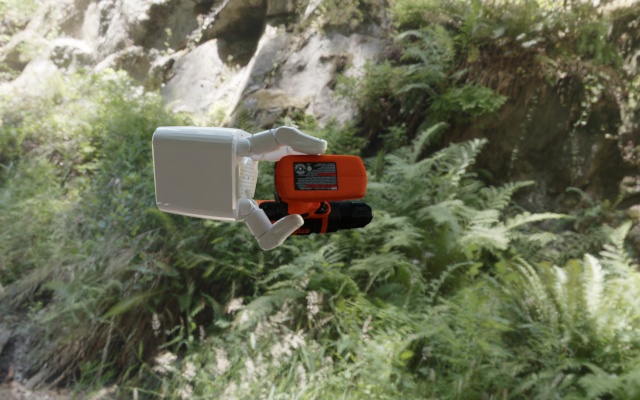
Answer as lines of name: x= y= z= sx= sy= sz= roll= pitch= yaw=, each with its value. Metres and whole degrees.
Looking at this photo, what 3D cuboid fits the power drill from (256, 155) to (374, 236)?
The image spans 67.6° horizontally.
power drill: x=0.000 y=0.002 z=0.626 sx=0.184 sy=0.057 sz=0.188 roll=-3 pitch=-19 yaw=-12
